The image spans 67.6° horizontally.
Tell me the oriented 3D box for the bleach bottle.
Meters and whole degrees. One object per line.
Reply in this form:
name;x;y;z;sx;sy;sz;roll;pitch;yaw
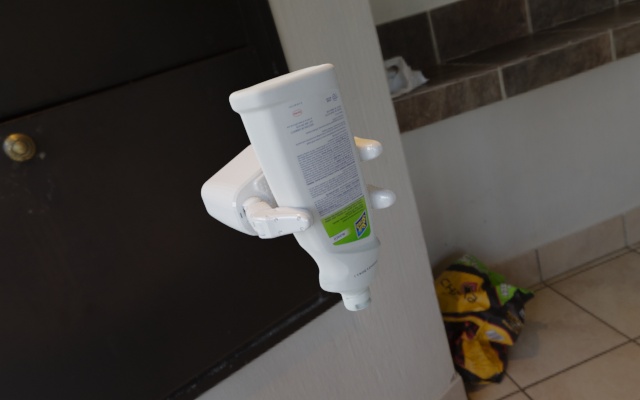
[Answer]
bleach bottle;0.000;0.001;0.476;0.102;0.251;0.068;-27;21;-26
